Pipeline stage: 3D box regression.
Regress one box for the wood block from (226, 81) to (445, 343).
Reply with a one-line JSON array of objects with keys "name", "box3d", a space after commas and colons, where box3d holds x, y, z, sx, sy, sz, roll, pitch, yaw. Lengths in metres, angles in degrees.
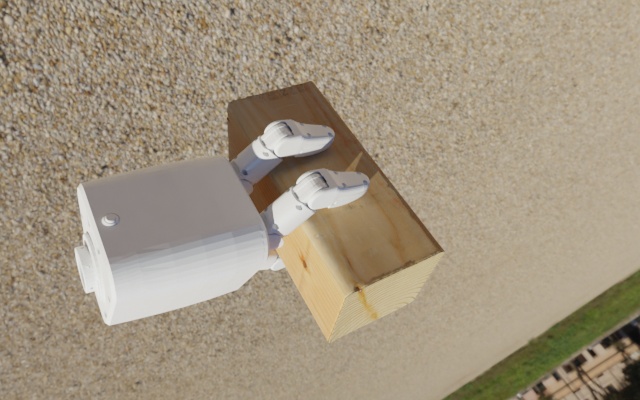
[{"name": "wood block", "box3d": [0.000, 0.002, 0.419, 0.090, 0.206, 0.091, -20, -31, -23]}]
